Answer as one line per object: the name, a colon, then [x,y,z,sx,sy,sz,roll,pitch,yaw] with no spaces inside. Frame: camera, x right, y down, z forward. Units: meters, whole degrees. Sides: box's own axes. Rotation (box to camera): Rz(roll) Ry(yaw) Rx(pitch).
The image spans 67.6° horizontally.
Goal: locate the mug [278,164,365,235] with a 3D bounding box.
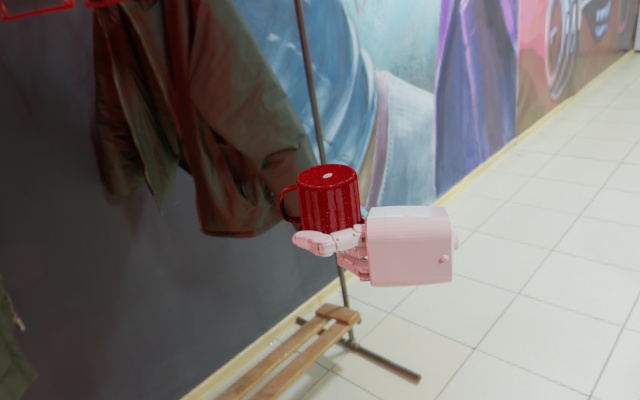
mug: [-0.001,0.002,0.642,0.117,0.081,0.093,-3,26,10]
